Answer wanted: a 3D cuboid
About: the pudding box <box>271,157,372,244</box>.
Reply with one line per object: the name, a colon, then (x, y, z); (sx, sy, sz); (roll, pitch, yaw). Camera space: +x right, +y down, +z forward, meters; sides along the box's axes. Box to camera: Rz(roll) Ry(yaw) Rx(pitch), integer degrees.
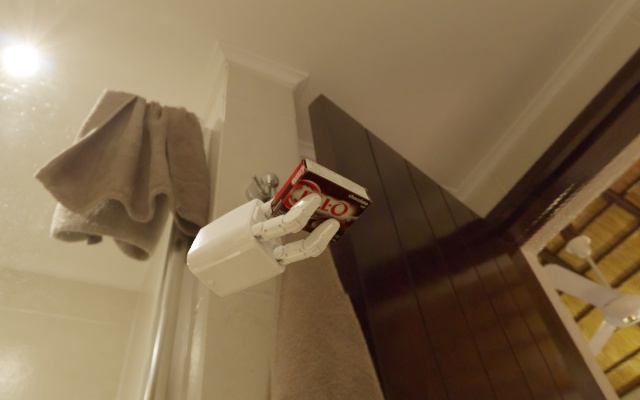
pudding box: (0.000, 0.002, 0.671); (0.113, 0.090, 0.039); (23, 32, -27)
